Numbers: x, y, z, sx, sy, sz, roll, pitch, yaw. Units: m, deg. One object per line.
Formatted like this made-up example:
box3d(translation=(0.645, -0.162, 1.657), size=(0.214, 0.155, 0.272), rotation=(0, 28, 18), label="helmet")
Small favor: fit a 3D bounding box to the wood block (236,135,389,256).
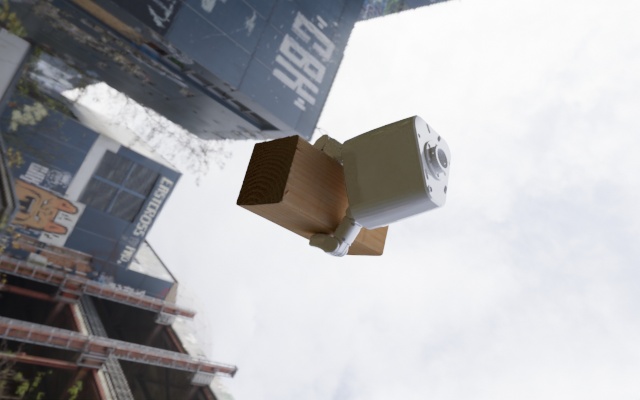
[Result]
box3d(translation=(0.000, 0.002, 0.652), size=(0.090, 0.090, 0.206), rotation=(-3, -25, 44), label="wood block")
